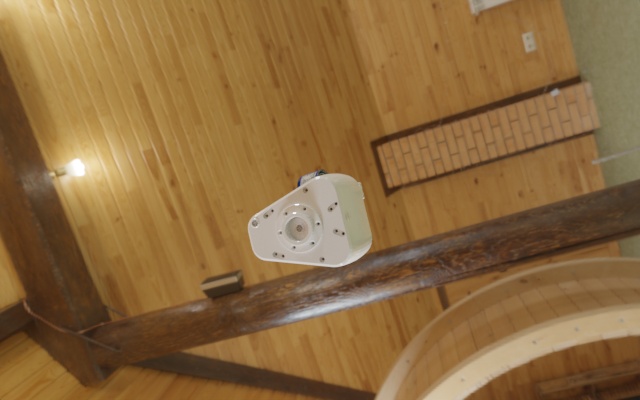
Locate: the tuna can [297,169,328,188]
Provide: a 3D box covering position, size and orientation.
[{"bbox_3d":[0.000,0.002,0.663,0.034,0.086,0.086,-17,-5,18],"label":"tuna can"}]
